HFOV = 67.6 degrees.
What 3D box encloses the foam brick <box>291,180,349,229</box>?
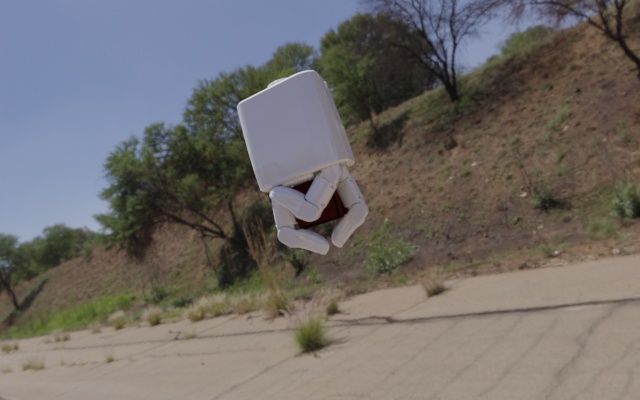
[{"bbox_3d":[0.000,0.002,0.579,0.053,0.051,0.078,-19,-2,10],"label":"foam brick"}]
